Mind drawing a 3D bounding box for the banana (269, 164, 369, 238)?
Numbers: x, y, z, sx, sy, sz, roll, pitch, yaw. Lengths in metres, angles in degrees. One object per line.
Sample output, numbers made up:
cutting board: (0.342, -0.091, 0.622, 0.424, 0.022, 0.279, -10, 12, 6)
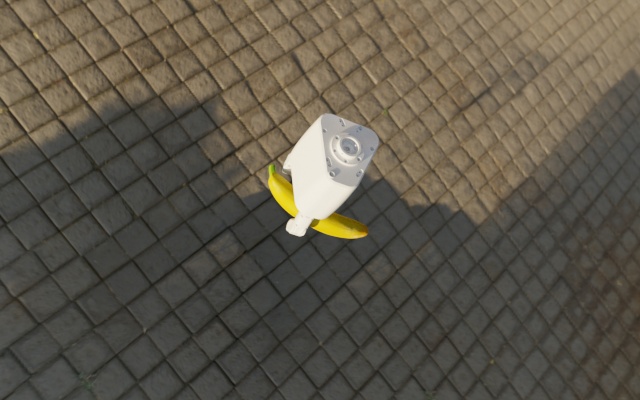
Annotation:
banana: (-0.010, 0.012, 0.767, 0.198, 0.069, 0.037, 35, -42, -3)
